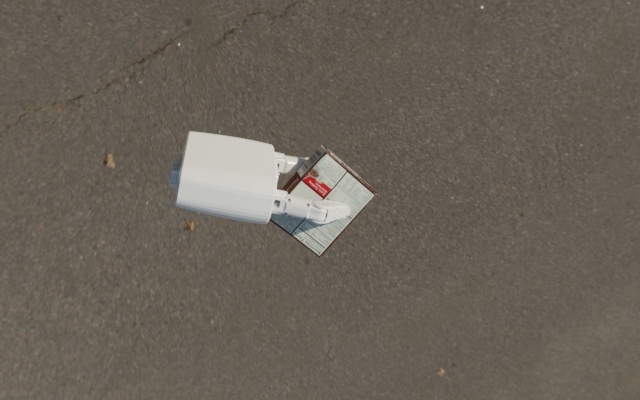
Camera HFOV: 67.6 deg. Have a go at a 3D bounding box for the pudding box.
[{"bbox_3d":[0.000,0.002,0.599,0.090,0.113,0.039,39,9,-20],"label":"pudding box"}]
